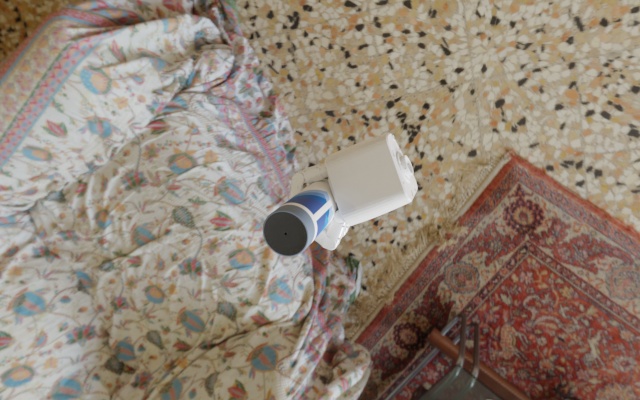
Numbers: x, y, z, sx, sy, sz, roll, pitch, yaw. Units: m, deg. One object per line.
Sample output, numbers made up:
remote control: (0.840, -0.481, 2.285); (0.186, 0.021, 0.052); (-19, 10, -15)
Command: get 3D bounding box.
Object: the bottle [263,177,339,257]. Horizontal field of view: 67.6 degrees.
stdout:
bottle: (0.000, 0.003, 0.762); (0.069, 0.069, 0.295); (0, 16, 19)
